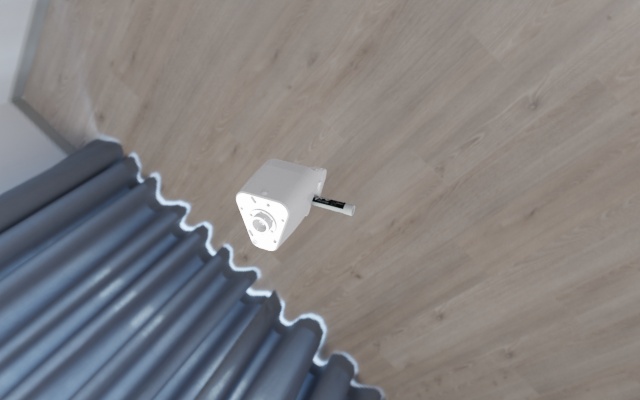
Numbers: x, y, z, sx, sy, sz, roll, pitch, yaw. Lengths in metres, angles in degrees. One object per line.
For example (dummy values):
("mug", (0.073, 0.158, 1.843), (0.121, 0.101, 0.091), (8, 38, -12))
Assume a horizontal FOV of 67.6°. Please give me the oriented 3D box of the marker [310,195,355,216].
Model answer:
("marker", (0.000, 0.003, 0.825), (0.121, 0.020, 0.020), (15, 5, 18))
